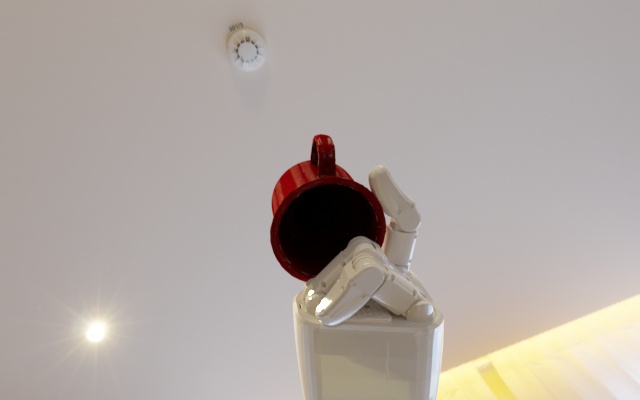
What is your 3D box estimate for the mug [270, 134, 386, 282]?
[{"bbox_3d":[0.000,0.000,0.408,0.093,0.117,0.081,-5,21,-8],"label":"mug"}]
